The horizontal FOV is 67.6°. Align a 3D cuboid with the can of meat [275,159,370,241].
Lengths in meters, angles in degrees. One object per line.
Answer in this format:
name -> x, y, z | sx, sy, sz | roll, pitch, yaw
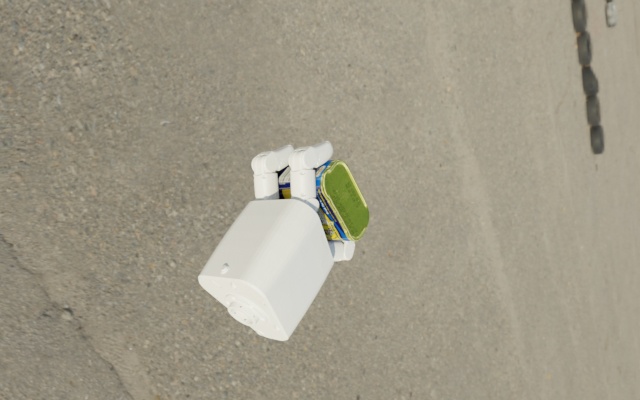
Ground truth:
can of meat -> 0.000, 0.002, 0.557 | 0.084, 0.102, 0.057 | -2, 40, 40
